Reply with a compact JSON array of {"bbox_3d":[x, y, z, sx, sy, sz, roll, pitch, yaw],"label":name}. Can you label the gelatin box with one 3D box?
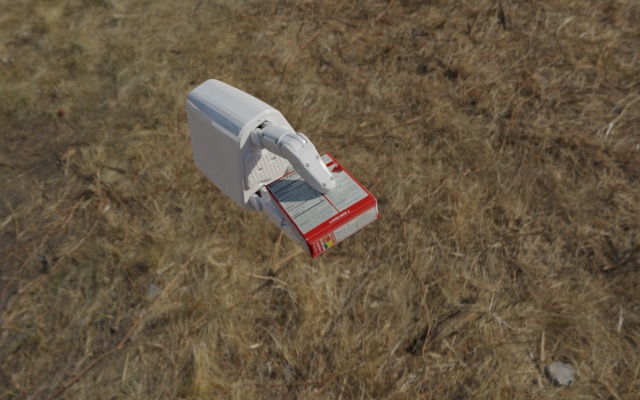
[{"bbox_3d":[0.000,0.001,0.448,0.073,0.030,0.089,-30,46,-12],"label":"gelatin box"}]
